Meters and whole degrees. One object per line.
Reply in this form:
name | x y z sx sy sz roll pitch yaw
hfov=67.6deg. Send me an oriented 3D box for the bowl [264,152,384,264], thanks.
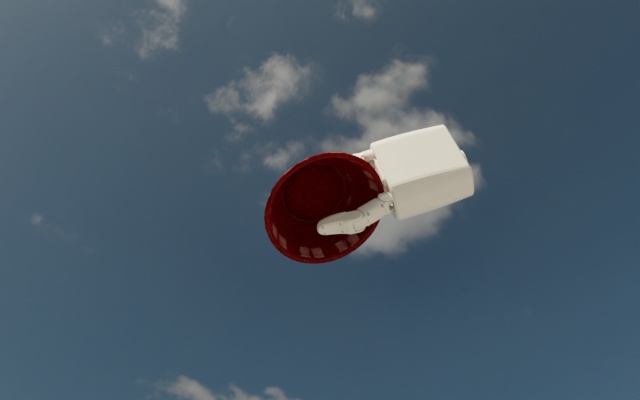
bowl | -0.001 0.002 0.627 0.162 0.162 0.055 0 28 -21
